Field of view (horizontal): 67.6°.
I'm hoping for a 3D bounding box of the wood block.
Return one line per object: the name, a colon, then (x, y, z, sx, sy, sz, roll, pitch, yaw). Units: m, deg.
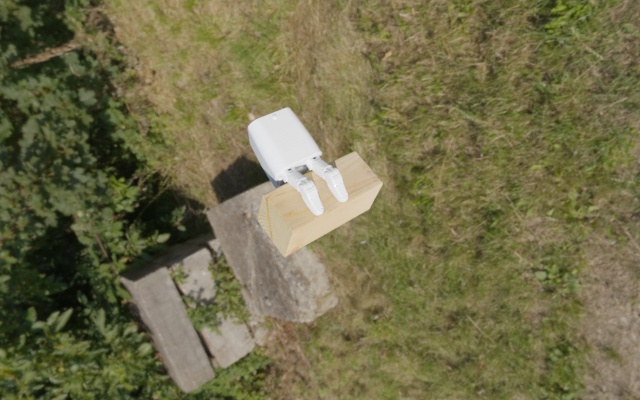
wood block: (0.000, 0.003, 0.867, 0.206, 0.090, 0.091, -28, -22, -29)
